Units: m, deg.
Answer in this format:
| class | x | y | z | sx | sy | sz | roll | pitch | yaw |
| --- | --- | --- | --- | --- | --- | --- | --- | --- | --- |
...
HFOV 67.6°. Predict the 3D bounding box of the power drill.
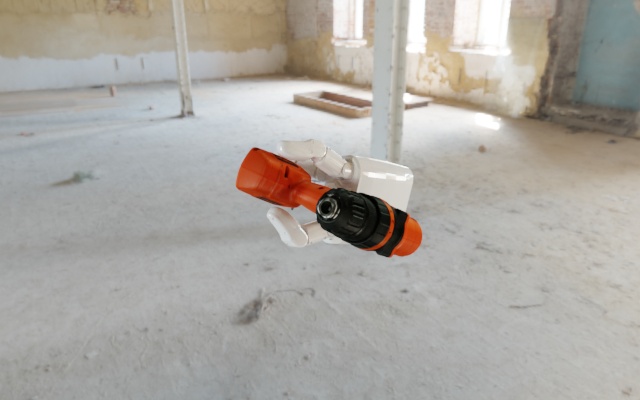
| class | x | y | z | sx | sy | sz | roll | pitch | yaw |
| --- | --- | --- | --- | --- | --- | --- | --- | --- | --- |
| power drill | 0.000 | 0.001 | 0.503 | 0.187 | 0.057 | 0.184 | 26 | 1 | 34 |
